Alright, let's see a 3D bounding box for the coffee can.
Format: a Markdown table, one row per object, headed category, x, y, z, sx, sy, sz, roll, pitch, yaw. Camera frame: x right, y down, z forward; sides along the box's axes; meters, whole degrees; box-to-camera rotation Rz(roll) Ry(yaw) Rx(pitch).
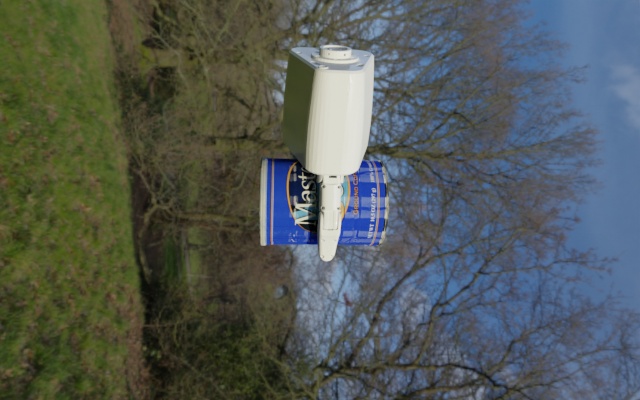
| category | x | y | z | sx | sy | sz | roll | pitch | yaw |
| --- | --- | --- | --- | --- | --- | --- | --- | --- | --- |
| coffee can | 0.000 | 0.002 | 0.562 | 0.140 | 0.103 | 0.103 | 1 | 0 | -6 |
